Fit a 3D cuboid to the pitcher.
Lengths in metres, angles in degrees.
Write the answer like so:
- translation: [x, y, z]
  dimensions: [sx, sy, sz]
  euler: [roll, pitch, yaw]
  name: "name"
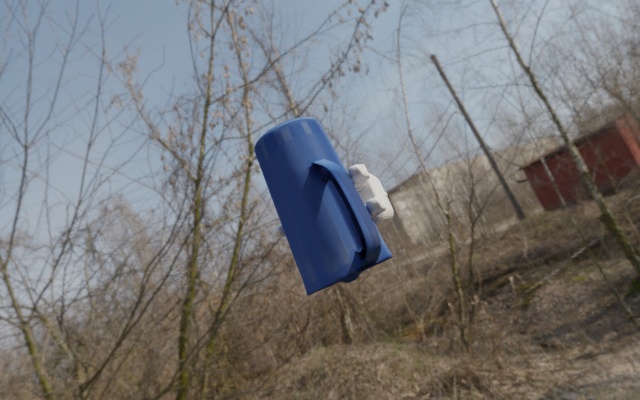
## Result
- translation: [0.000, 0.002, 0.690]
  dimensions: [0.149, 0.243, 0.145]
  euler: [-28, -10, 20]
  name: "pitcher"
